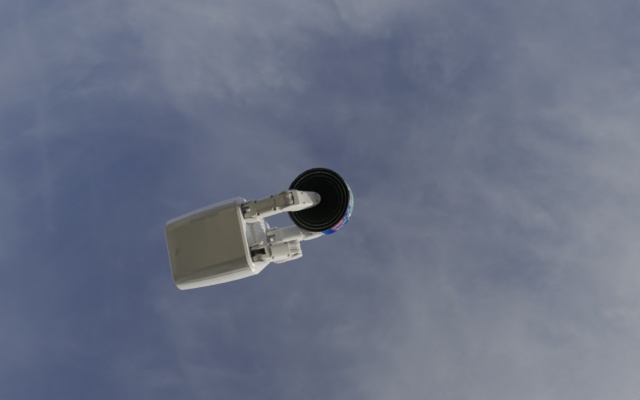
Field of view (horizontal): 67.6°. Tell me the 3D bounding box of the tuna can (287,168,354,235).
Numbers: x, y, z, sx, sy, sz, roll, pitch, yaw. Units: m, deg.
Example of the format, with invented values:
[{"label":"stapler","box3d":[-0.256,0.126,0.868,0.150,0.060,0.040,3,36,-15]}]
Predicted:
[{"label":"tuna can","box3d":[0.000,0.002,0.631,0.086,0.086,0.034,0,-12,17]}]
